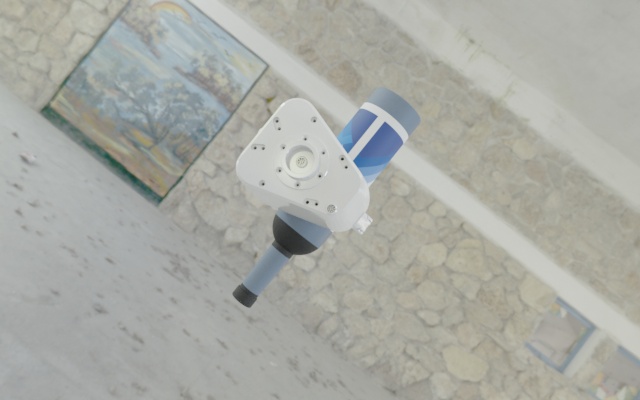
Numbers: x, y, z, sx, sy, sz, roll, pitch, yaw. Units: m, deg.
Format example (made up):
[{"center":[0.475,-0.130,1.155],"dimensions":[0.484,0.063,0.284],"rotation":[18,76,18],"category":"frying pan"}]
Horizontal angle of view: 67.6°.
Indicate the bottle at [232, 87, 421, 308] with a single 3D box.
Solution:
[{"center":[0.000,0.002,0.560],"dimensions":[0.069,0.295,0.069],"rotation":[39,-2,2],"category":"bottle"}]
